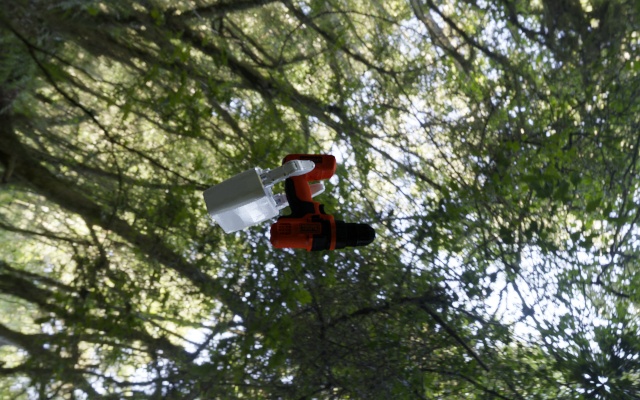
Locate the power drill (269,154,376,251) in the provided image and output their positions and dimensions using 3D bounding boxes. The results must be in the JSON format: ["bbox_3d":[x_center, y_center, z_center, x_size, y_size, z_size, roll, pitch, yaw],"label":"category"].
[{"bbox_3d":[0.000,0.002,0.860,0.184,0.187,0.057,1,-35,-9],"label":"power drill"}]
